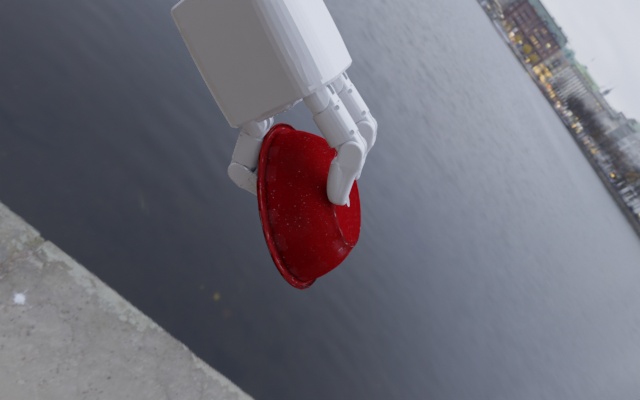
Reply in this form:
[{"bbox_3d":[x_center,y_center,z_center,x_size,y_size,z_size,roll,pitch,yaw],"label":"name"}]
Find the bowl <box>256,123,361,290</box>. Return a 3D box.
[{"bbox_3d":[0.001,0.002,0.457,0.055,0.162,0.162,-8,-3,19],"label":"bowl"}]
